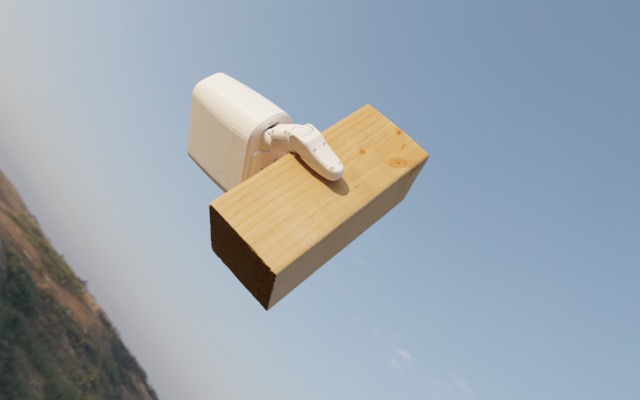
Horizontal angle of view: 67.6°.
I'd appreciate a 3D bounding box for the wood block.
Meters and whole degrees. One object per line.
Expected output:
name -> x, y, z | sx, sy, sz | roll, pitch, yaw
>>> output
wood block -> 0.000, 0.001, 0.479 | 0.206, 0.090, 0.091 | -36, -20, -28
